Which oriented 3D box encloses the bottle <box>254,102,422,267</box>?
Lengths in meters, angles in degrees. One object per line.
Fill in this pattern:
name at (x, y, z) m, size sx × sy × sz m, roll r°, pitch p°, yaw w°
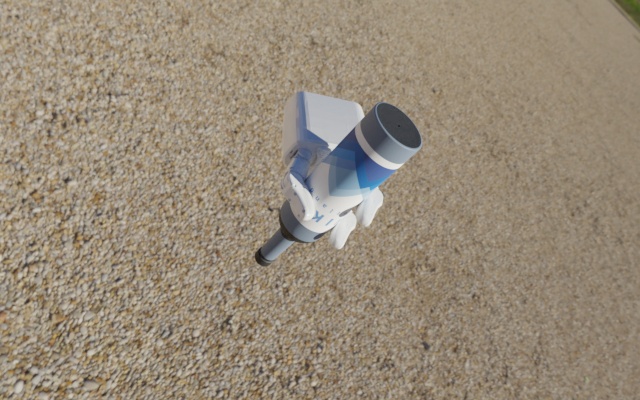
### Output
bottle at (0.000, 0.002, 0.594) m, size 0.069 × 0.069 × 0.296 m, roll 0°, pitch -34°, yaw -43°
